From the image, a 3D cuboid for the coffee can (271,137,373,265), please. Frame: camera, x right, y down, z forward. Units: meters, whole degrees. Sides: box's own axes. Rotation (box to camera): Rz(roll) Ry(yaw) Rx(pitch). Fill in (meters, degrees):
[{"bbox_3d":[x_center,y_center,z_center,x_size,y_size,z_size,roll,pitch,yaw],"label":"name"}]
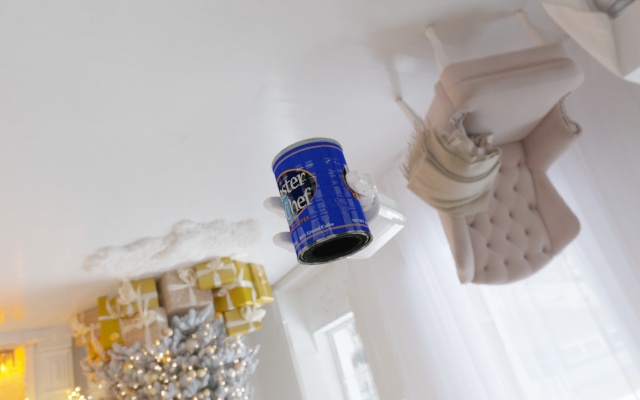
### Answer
[{"bbox_3d":[0.000,0.002,0.637,0.103,0.140,0.103,-14,-23,-6],"label":"coffee can"}]
